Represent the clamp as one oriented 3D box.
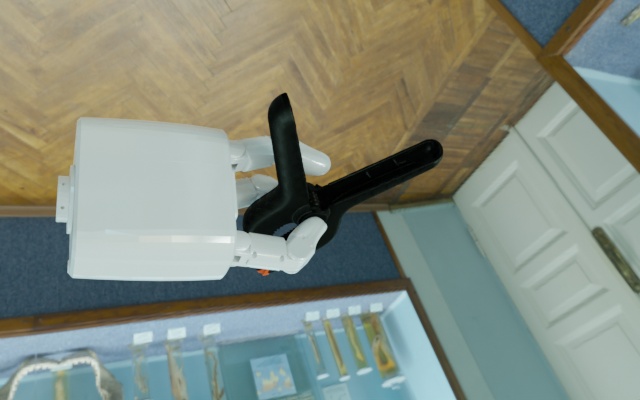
[{"bbox_3d":[0.000,0.002,0.430,0.164,0.036,0.210,6,-42,-27],"label":"clamp"}]
